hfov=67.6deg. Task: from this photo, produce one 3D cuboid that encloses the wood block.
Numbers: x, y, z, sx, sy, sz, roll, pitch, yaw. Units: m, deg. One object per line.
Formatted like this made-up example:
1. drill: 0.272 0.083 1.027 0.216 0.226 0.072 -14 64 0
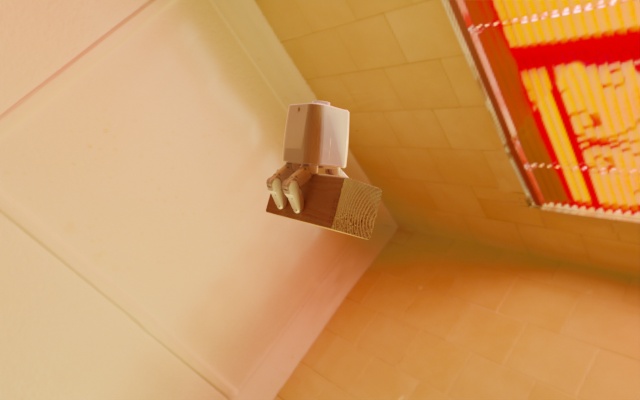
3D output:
1. wood block: 0.000 0.002 0.862 0.091 0.090 0.206 17 -3 -37
